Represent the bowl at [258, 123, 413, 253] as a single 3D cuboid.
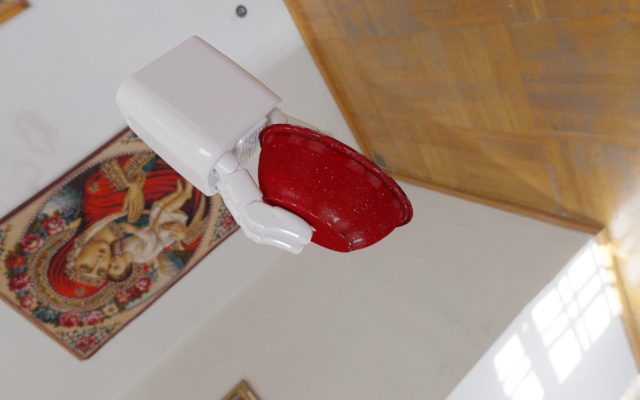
[{"bbox_3d":[0.001,0.002,0.438,0.162,0.055,0.162,27,-18,9],"label":"bowl"}]
